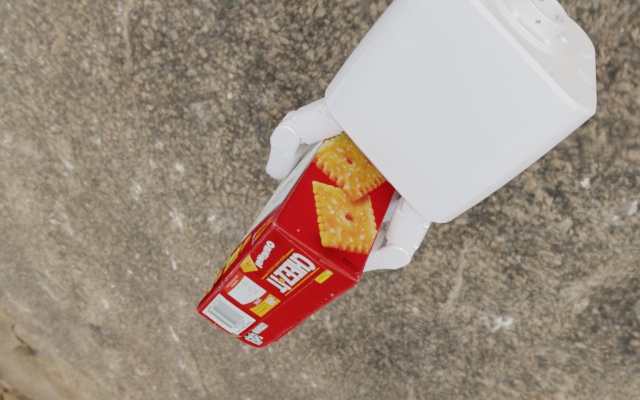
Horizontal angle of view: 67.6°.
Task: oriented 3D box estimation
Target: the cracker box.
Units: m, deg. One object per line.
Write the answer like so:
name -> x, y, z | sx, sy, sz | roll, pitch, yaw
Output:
cracker box -> 0.000, 0.001, 0.401 | 0.072, 0.213, 0.164 | 36, -42, -7
